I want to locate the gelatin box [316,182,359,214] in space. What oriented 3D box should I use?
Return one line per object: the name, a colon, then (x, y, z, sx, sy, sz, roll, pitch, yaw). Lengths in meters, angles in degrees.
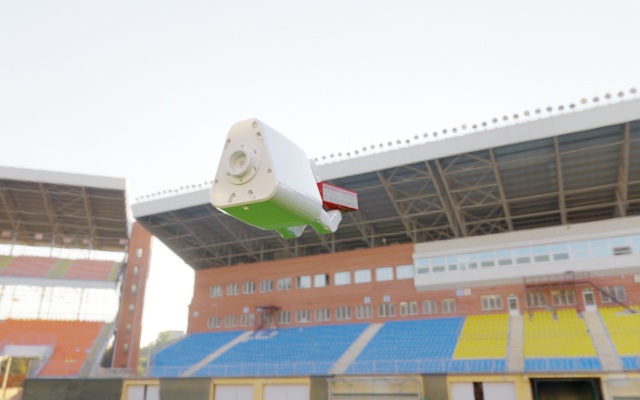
gelatin box: (0.000, 0.002, 0.688, 0.073, 0.030, 0.089, -14, -17, 36)
